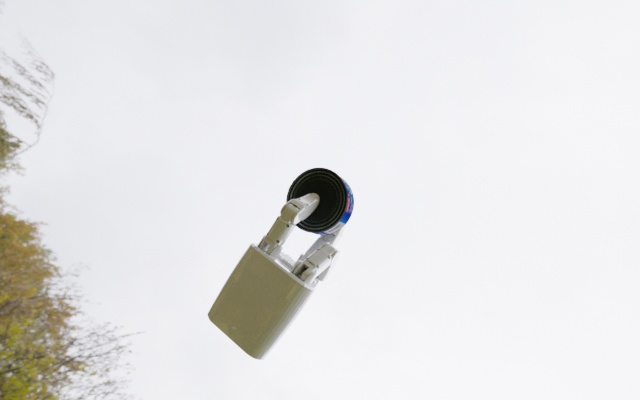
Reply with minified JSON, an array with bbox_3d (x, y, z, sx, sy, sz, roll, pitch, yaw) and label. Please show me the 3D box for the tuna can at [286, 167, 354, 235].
[{"bbox_3d":[0.000,0.002,0.626,0.086,0.086,0.034,0,-11,22],"label":"tuna can"}]
